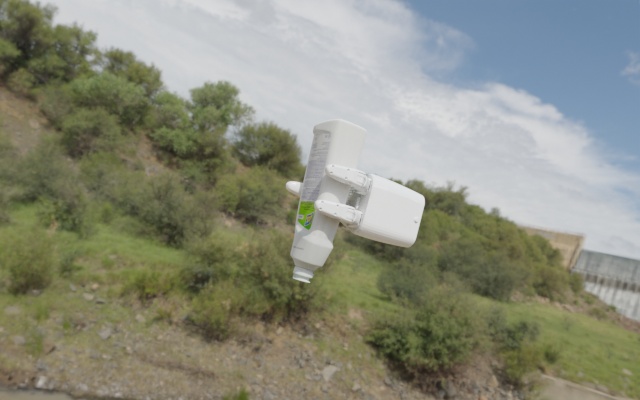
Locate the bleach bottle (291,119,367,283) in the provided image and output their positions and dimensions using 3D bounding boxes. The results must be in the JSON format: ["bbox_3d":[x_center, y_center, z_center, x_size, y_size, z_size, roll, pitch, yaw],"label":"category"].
[{"bbox_3d":[0.000,0.002,0.753,0.068,0.251,0.102,18,-7,-24],"label":"bleach bottle"}]
